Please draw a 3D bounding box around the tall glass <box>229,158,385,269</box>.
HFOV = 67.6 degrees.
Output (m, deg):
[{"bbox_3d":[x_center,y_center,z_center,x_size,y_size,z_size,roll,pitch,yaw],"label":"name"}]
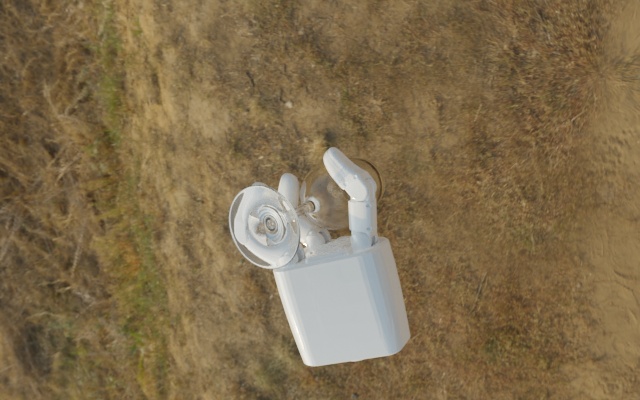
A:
[{"bbox_3d":[0.000,0.002,0.488,0.079,0.079,0.201,0,13,30],"label":"tall glass"}]
